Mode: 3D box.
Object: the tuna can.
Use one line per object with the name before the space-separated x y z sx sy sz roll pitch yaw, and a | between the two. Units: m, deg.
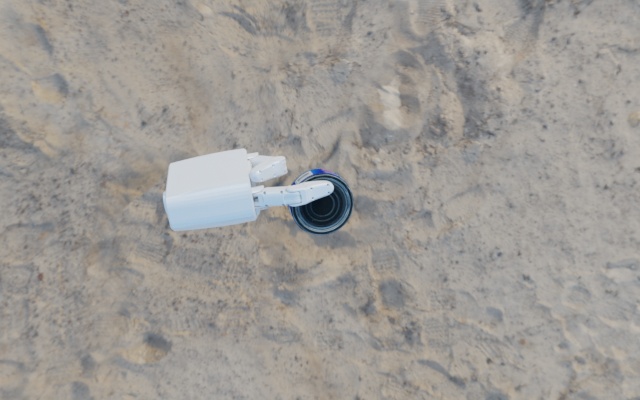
tuna can | 0.000 0.002 0.633 0.086 0.086 0.033 0 15 -12
